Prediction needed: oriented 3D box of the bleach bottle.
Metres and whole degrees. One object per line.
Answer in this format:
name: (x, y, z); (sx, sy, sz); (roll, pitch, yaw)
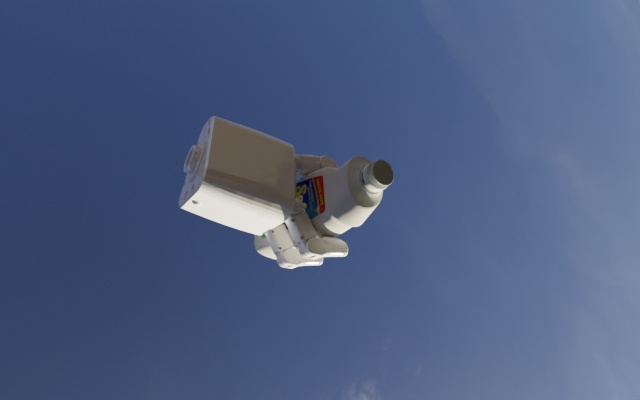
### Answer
bleach bottle: (0.000, 0.002, 0.592); (0.068, 0.102, 0.251); (20, -28, -26)
